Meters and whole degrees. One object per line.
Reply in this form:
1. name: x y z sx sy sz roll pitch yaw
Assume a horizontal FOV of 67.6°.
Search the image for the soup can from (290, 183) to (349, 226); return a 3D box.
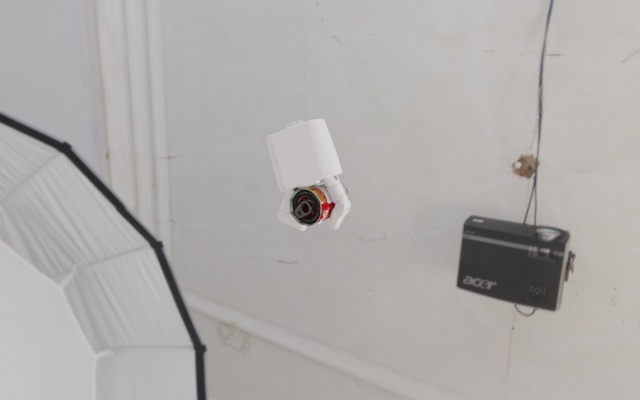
1. soup can: 0.001 0.003 0.883 0.068 0.068 0.102 0 11 34
